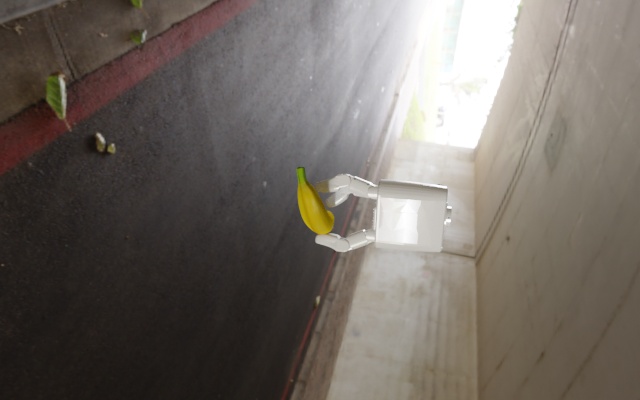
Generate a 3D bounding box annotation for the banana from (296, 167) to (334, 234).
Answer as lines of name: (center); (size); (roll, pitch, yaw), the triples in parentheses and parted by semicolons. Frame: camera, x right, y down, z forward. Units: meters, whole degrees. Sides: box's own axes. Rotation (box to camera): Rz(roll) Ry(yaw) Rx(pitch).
banana: (-0.002, 0.018, 0.761); (0.037, 0.069, 0.198); (1, -22, 12)
